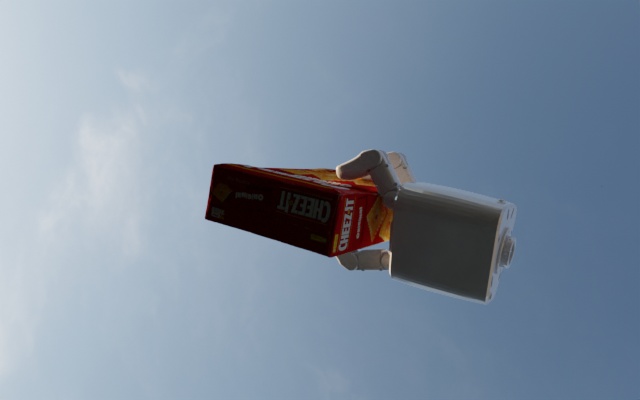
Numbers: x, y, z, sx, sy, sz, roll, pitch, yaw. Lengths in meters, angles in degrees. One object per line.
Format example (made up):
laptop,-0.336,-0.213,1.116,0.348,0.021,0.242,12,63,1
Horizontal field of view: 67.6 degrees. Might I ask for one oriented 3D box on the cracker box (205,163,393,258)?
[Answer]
cracker box,0.000,0.002,0.568,0.164,0.072,0.213,13,8,30
